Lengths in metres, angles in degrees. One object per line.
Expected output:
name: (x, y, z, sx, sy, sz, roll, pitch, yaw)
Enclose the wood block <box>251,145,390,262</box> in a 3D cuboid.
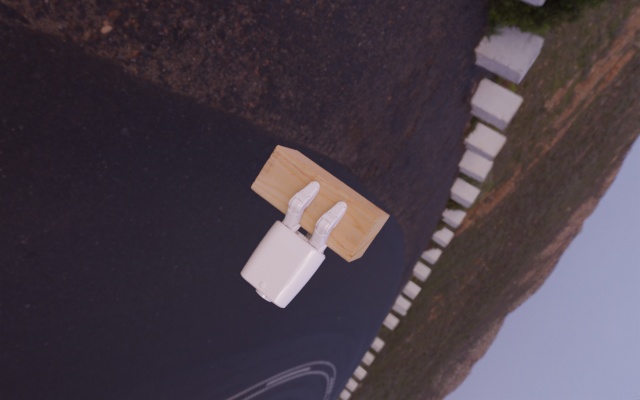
wood block: (0.000, 0.003, 0.802, 0.206, 0.090, 0.091, 36, 10, 15)
